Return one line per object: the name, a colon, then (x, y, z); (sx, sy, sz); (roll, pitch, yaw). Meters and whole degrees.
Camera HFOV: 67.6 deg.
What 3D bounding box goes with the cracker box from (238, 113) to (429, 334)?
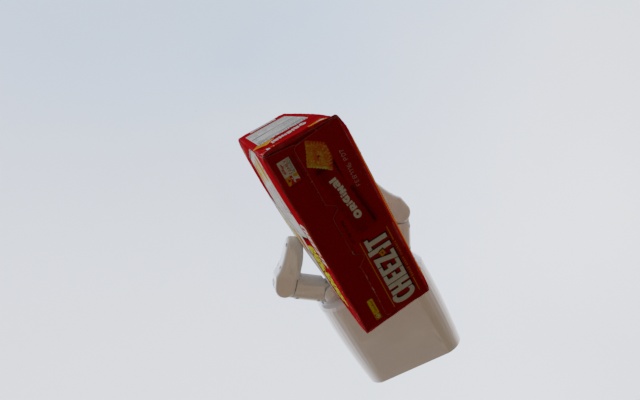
cracker box: (0.000, 0.002, 0.453); (0.072, 0.164, 0.213); (-32, 16, -7)
